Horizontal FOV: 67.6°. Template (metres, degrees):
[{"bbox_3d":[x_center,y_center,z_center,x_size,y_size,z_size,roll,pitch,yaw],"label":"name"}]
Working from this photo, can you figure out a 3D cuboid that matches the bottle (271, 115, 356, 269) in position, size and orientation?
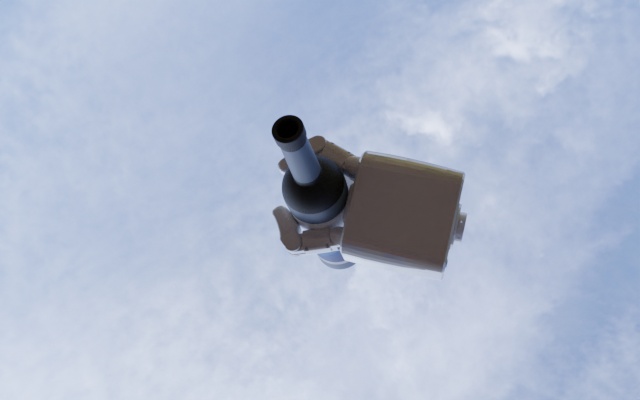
[{"bbox_3d":[0.000,0.002,0.521,0.069,0.069,0.296,0,-24,12],"label":"bottle"}]
